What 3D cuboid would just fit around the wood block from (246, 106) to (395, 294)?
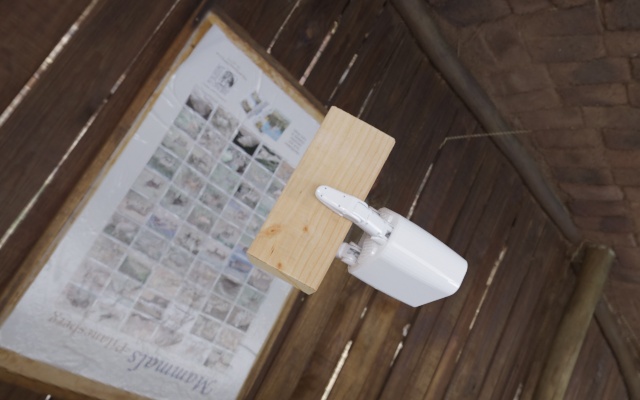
[{"bbox_3d":[0.000,0.002,0.592,0.090,0.206,0.091,29,-15,1],"label":"wood block"}]
